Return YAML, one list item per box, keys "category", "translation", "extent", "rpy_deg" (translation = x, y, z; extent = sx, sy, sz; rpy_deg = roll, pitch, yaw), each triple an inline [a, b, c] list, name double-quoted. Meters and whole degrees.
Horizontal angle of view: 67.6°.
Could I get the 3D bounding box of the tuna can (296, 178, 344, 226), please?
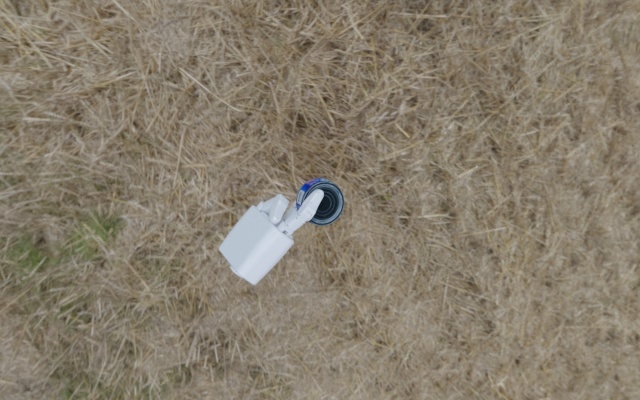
- category: "tuna can"
  translation: [0.000, 0.003, 0.879]
  extent: [0.086, 0.086, 0.033]
  rpy_deg: [0, 12, -22]
